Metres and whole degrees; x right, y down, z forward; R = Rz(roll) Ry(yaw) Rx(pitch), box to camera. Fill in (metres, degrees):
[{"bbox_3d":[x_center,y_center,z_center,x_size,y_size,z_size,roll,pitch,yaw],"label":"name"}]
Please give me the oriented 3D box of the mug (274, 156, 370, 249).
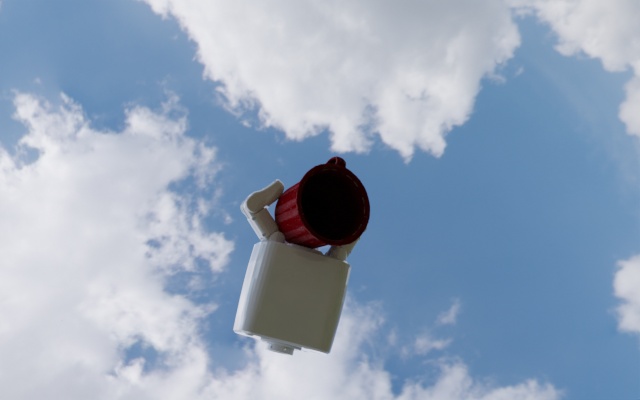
[{"bbox_3d":[0.000,0.001,0.561,0.093,0.117,0.081,24,-23,-21],"label":"mug"}]
